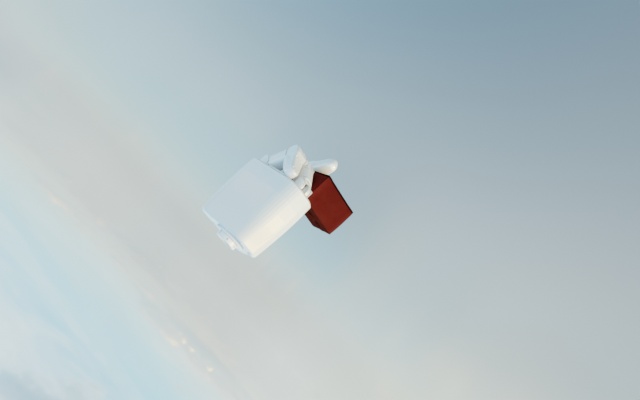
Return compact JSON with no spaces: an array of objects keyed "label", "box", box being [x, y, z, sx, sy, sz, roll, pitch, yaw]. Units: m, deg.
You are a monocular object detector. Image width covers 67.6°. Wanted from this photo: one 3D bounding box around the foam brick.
[{"label":"foam brick","box":[0.000,0.002,0.710,0.051,0.078,0.053,-44,32,-16]}]
